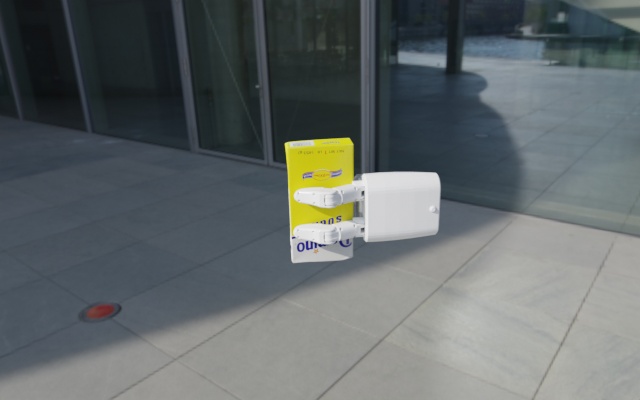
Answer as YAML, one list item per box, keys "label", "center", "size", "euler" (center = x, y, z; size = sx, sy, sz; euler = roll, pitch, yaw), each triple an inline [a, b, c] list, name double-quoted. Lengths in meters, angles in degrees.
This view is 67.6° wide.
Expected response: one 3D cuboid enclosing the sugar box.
- label: "sugar box"
  center: [0.000, 0.002, 0.685]
  size: [0.093, 0.176, 0.048]
  euler: [-4, 19, -4]
